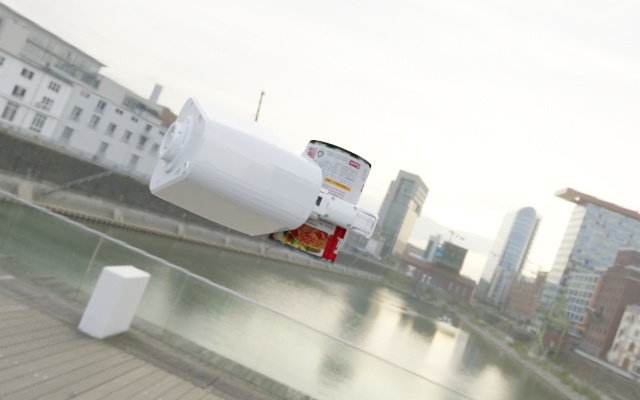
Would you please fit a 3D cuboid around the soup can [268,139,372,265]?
[{"bbox_3d":[0.001,0.001,0.454,0.068,0.102,0.068,22,-3,1],"label":"soup can"}]
